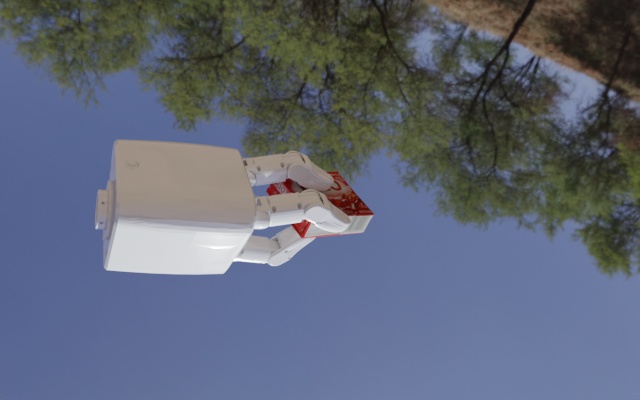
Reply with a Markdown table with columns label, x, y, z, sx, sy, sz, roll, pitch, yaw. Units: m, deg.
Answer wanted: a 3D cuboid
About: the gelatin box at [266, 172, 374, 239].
| label | x | y | z | sx | sy | sz | roll | pitch | yaw |
| --- | --- | --- | --- | --- | --- | --- | --- | --- | --- |
| gelatin box | 0.000 | 0.002 | 0.493 | 0.089 | 0.030 | 0.073 | -2 | 41 | -41 |
